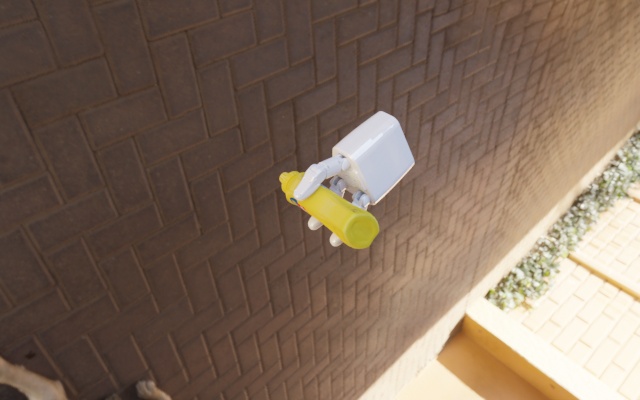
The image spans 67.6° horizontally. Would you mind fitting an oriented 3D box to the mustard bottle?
[{"bbox_3d":[0.000,0.003,0.760,0.191,0.058,0.096,35,3,36],"label":"mustard bottle"}]
